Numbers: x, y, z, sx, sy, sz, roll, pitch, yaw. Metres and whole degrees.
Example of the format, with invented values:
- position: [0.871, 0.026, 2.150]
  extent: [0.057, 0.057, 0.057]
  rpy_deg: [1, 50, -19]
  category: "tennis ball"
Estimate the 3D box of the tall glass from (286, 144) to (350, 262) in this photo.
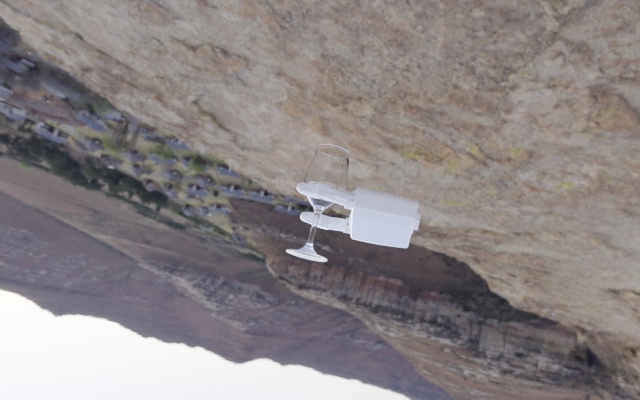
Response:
- position: [0.000, 0.003, 0.851]
  extent: [0.079, 0.201, 0.079]
  rpy_deg: [13, -14, 3]
  category: "tall glass"
